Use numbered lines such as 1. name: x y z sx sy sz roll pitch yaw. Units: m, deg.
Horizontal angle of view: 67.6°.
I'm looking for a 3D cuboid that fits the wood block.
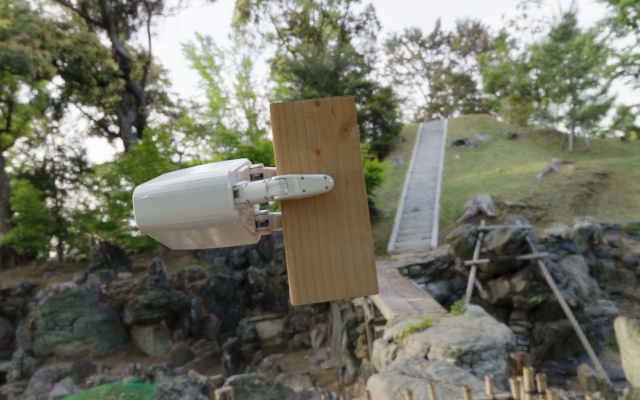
1. wood block: 0.000 0.002 0.524 0.090 0.206 0.091 -7 -4 -5
